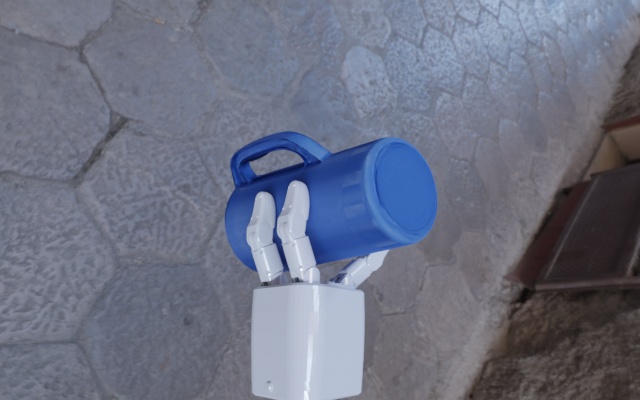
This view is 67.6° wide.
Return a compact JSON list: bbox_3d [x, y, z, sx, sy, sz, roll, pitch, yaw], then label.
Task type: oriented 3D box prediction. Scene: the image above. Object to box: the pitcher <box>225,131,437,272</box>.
[{"bbox_3d":[0.000,0.002,0.543,0.149,0.145,0.243,17,-21,-37],"label":"pitcher"}]
